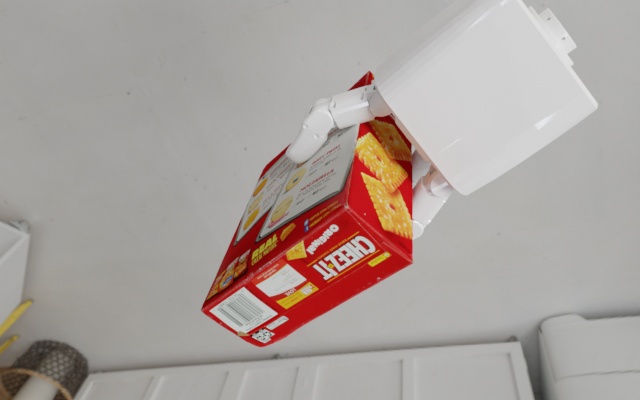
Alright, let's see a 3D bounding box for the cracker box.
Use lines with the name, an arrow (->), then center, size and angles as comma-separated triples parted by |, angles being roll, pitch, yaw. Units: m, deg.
cracker box -> 0.000, 0.001, 0.419 | 0.164, 0.072, 0.213 | -38, 22, 31
